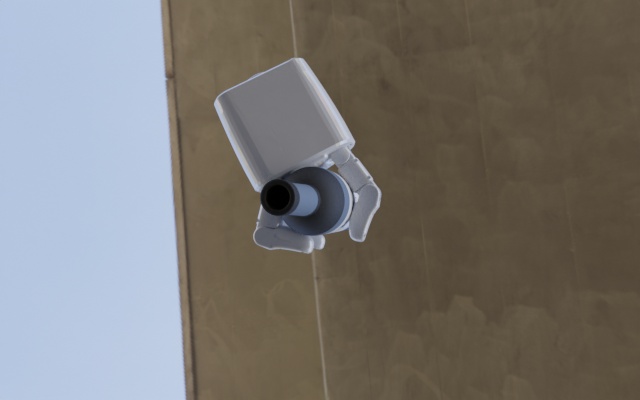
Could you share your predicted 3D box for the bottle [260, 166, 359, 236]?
[{"bbox_3d":[0.000,0.002,0.491,0.069,0.069,0.296,0,-2,12],"label":"bottle"}]
